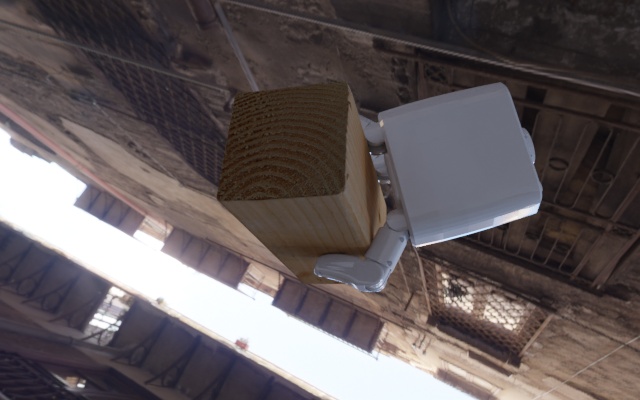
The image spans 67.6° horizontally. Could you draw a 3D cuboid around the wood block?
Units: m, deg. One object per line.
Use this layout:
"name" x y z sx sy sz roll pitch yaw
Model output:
"wood block" 0.000 0.002 0.414 0.090 0.090 0.206 -3 -26 15
